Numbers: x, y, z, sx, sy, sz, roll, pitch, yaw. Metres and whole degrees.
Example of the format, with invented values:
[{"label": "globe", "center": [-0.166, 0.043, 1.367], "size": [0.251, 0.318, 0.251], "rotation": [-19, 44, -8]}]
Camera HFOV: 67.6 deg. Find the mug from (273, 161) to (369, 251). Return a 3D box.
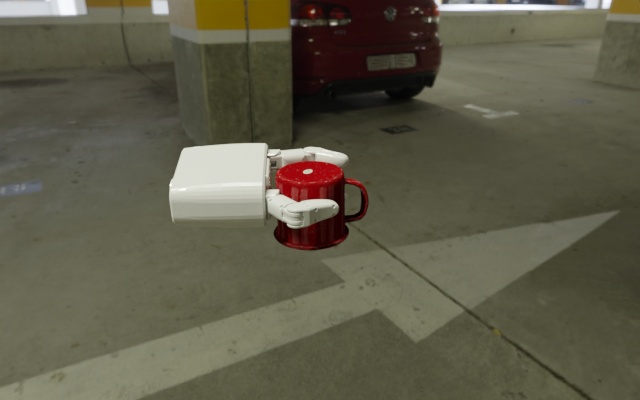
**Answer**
[{"label": "mug", "center": [0.002, 0.002, 0.574], "size": [0.117, 0.081, 0.093], "rotation": [-2, 23, -4]}]
